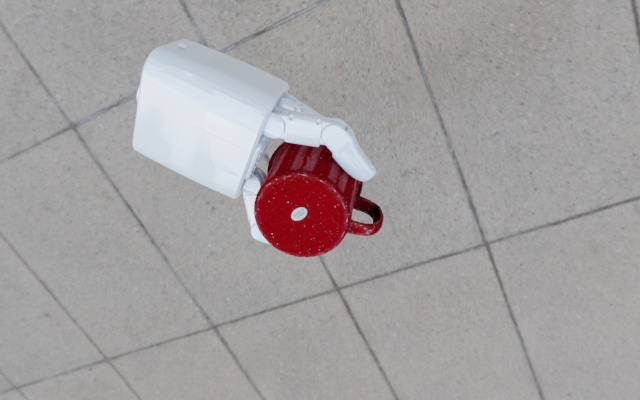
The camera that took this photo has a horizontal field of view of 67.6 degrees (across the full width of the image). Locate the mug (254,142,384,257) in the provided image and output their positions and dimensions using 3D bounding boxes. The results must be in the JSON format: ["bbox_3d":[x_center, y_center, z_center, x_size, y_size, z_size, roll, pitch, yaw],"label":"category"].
[{"bbox_3d":[0.001,0.002,0.424,0.117,0.093,0.081,23,27,-3],"label":"mug"}]
